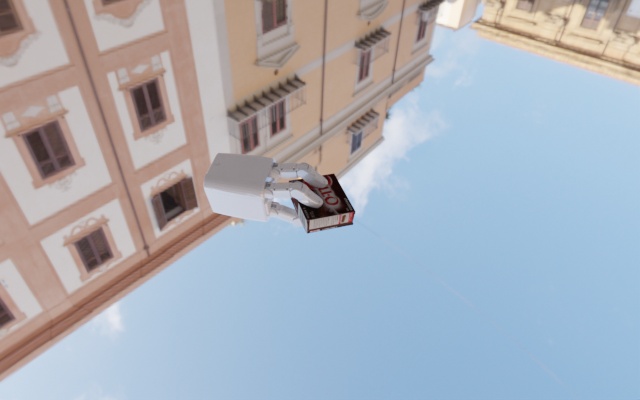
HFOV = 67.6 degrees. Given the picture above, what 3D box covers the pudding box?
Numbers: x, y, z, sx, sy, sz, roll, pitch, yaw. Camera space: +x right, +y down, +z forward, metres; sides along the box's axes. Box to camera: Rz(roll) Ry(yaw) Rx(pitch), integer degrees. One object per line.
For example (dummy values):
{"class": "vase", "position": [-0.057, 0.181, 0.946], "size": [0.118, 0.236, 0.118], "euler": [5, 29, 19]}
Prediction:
{"class": "pudding box", "position": [0.000, 0.003, 0.852], "size": [0.090, 0.039, 0.113], "euler": [-11, 46, -16]}
